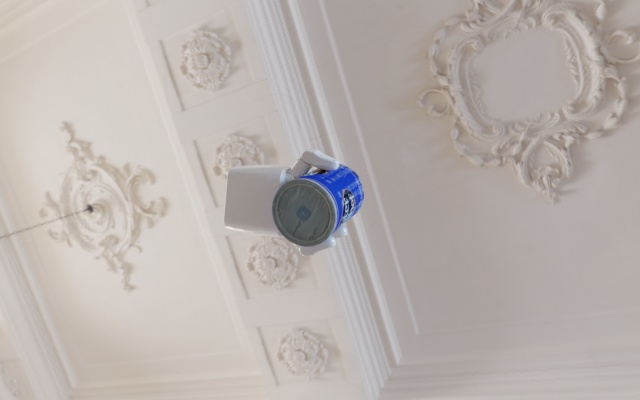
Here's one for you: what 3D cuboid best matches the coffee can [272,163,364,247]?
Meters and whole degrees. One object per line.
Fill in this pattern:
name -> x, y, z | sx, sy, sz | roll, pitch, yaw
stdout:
coffee can -> 0.000, 0.002, 0.757 | 0.103, 0.103, 0.140 | 0, 14, 23
